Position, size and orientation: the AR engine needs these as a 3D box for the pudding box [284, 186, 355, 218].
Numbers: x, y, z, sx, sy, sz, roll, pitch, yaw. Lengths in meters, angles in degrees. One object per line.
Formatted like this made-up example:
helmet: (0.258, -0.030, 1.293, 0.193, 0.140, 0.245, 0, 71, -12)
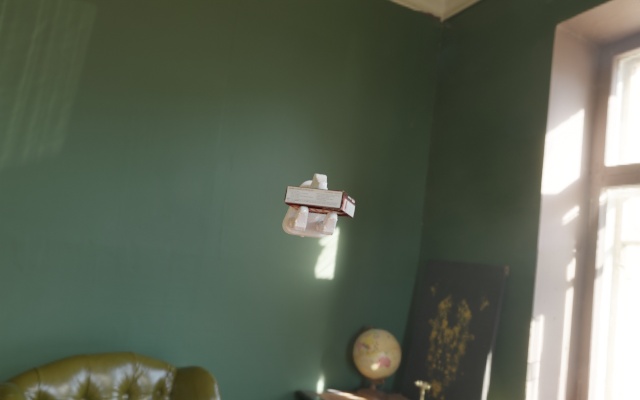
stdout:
pudding box: (0.000, 0.003, 0.892, 0.113, 0.039, 0.090, 4, -9, 19)
